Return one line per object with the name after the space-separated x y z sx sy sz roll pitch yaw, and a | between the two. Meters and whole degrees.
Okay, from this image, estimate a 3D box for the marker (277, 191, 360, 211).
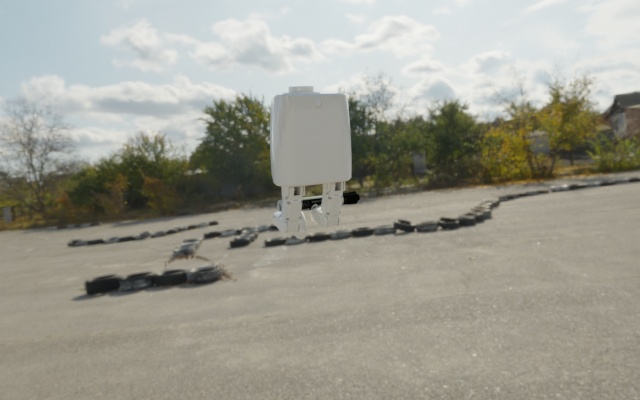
0.000 0.002 0.656 0.121 0.020 0.020 -7 3 -25 | marker
